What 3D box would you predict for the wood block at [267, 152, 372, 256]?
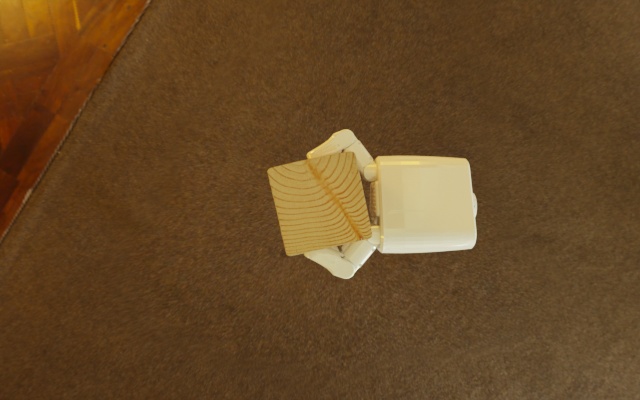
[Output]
[{"bbox_3d":[0.000,0.001,0.569,0.090,0.091,0.206,-12,0,0],"label":"wood block"}]
